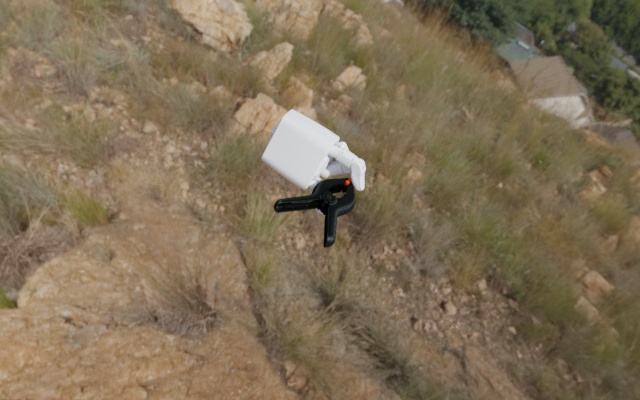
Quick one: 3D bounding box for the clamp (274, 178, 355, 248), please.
[{"bbox_3d":[0.001,0.002,0.840,0.120,0.039,0.171,34,40,5],"label":"clamp"}]
